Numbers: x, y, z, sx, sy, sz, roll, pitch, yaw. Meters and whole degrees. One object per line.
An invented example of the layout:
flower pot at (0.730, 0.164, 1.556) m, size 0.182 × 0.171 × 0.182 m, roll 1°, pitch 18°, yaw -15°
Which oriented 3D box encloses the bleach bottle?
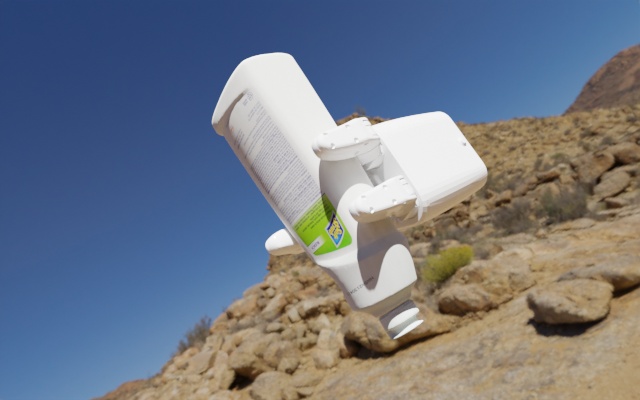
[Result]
bleach bottle at (0.000, 0.001, 0.405) m, size 0.068 × 0.250 × 0.103 m, roll -21°, pitch -17°, yaw -37°
